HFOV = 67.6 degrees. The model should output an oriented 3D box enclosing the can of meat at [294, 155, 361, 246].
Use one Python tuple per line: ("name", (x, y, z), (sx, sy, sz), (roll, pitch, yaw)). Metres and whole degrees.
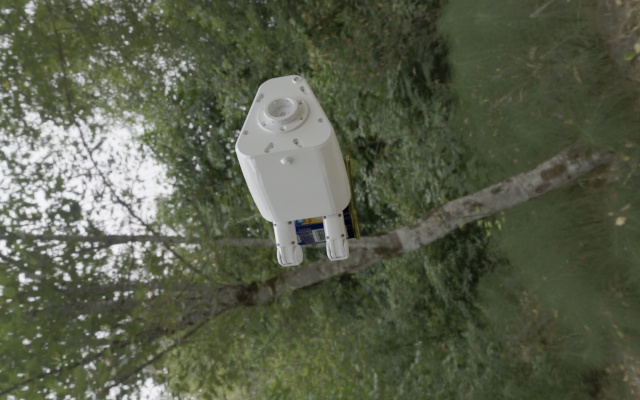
("can of meat", (0.000, 0.002, 0.572), (0.084, 0.102, 0.057), (-8, -31, 5))
